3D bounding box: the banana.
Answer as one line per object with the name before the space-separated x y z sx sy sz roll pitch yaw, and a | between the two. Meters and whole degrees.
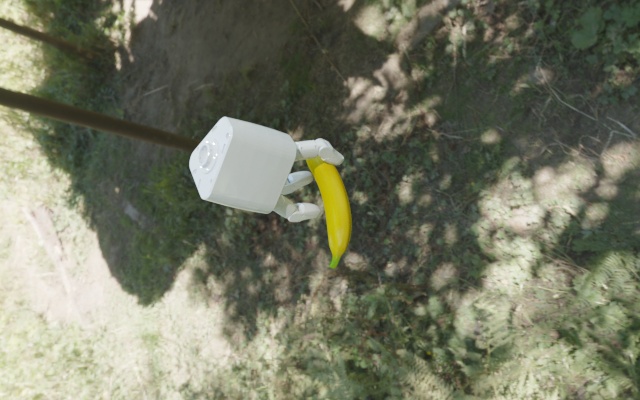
banana | 0.012 -0.002 0.720 0.037 0.197 0.070 9 -29 -39
